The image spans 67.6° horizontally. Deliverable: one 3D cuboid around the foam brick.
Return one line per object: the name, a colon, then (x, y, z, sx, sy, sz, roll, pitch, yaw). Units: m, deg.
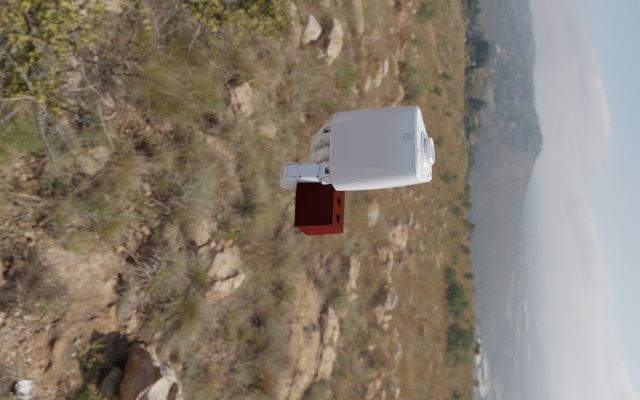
foam brick: (0.000, 0.002, 0.618, 0.051, 0.078, 0.053, -2, -16, 17)
